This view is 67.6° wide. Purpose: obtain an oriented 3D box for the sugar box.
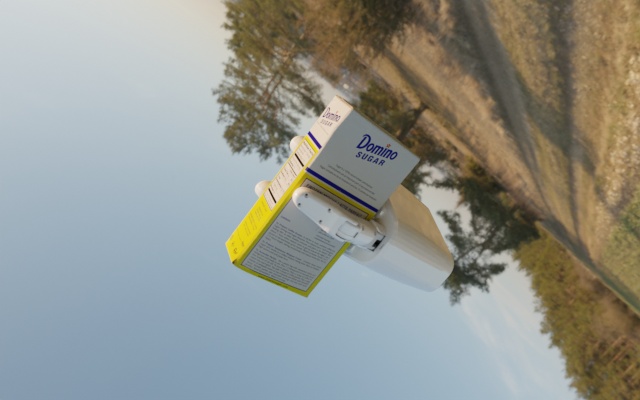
[{"bbox_3d":[0.000,0.001,0.444,0.093,0.176,0.048,30,13,-33],"label":"sugar box"}]
